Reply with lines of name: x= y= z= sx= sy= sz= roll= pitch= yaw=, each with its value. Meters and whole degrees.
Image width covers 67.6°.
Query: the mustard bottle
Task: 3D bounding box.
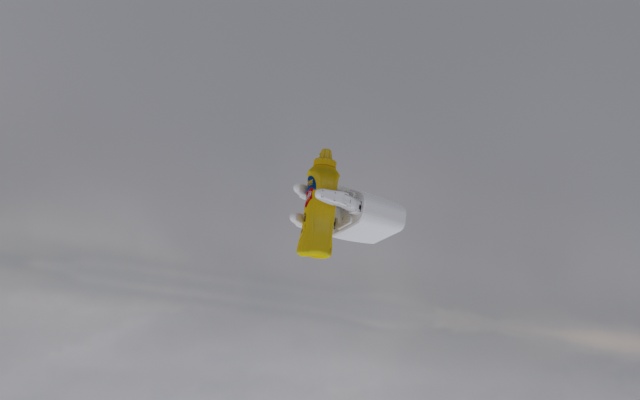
mustard bottle: x=0.000 y=0.003 z=0.834 sx=0.058 sy=0.191 sz=0.096 roll=9 pitch=-12 yaw=-9
